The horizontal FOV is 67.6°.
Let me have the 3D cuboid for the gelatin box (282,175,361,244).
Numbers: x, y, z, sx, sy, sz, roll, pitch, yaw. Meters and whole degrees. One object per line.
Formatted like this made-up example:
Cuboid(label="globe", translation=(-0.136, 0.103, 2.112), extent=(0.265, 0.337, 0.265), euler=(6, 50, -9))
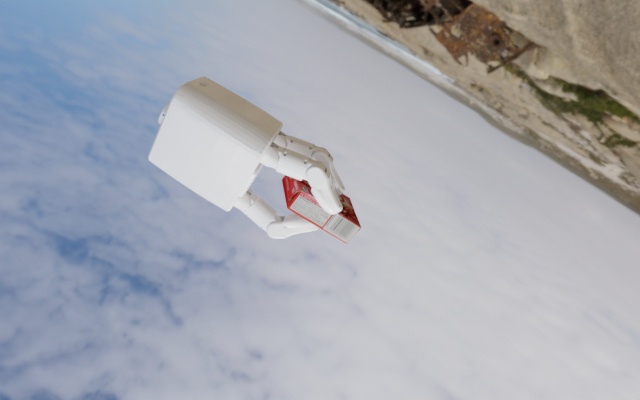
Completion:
Cuboid(label="gelatin box", translation=(0.000, 0.002, 0.554), extent=(0.089, 0.030, 0.073), euler=(32, 19, -22))
